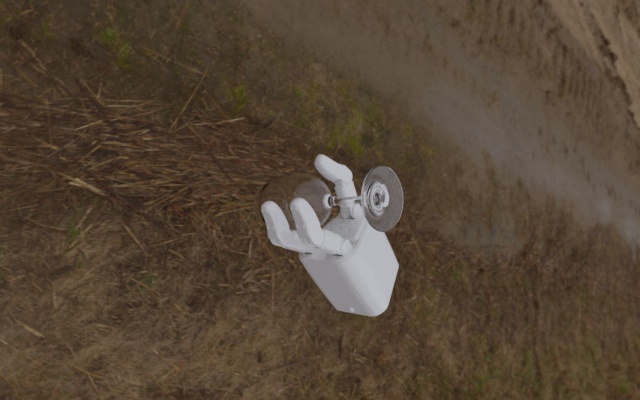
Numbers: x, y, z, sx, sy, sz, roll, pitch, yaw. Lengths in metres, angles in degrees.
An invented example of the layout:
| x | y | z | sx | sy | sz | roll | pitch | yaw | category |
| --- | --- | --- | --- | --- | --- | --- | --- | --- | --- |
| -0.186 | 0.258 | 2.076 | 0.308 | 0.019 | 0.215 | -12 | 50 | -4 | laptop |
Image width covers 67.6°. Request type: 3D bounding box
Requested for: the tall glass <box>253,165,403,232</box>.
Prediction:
| x | y | z | sx | sy | sz | roll | pitch | yaw | category |
| --- | --- | --- | --- | --- | --- | --- | --- | --- | --- |
| 0.001 | 0.002 | 0.599 | 0.079 | 0.079 | 0.201 | 0 | -2 | -45 | tall glass |
